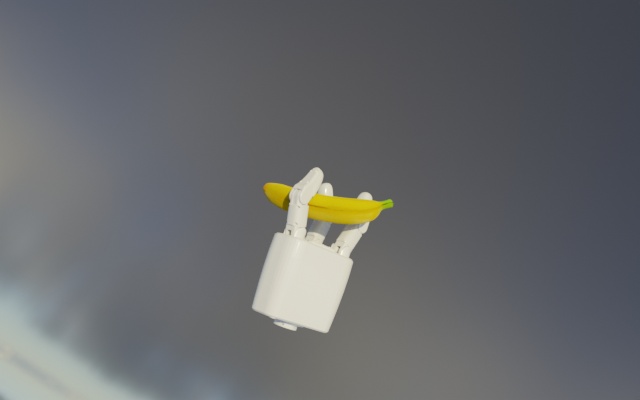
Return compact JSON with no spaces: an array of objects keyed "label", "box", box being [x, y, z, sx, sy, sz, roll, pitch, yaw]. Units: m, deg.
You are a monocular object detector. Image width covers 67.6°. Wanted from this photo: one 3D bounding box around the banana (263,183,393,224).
[{"label":"banana","box":[-0.003,0.005,0.668,0.198,0.037,0.069,10,11,18]}]
